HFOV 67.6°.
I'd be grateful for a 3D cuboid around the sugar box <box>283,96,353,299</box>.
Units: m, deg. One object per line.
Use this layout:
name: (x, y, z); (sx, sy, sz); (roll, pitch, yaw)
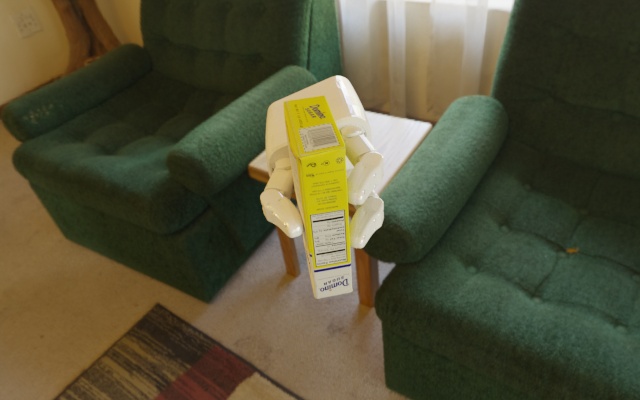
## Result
sugar box: (0.001, 0.001, 0.457); (0.048, 0.176, 0.093); (-11, 41, -3)
